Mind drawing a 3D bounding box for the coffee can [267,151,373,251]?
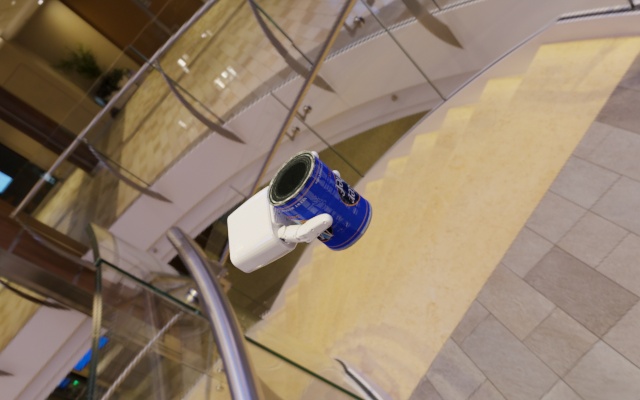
[{"bbox_3d":[0.000,0.003,0.762,0.140,0.102,0.103,39,-22,-30],"label":"coffee can"}]
